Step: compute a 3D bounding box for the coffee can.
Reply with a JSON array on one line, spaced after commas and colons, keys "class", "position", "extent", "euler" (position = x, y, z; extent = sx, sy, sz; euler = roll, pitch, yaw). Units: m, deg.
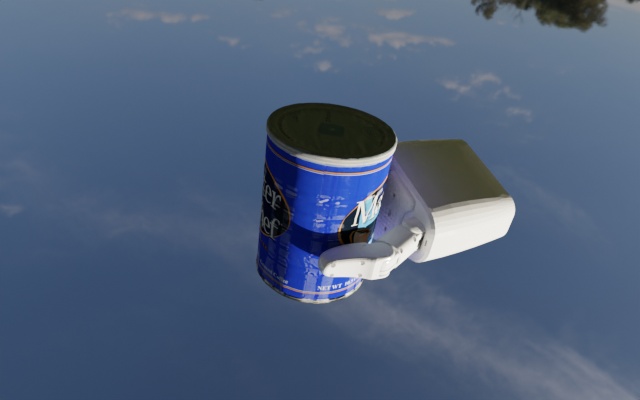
[{"class": "coffee can", "position": [0.000, 0.001, 0.409], "extent": [0.103, 0.140, 0.102], "euler": [7, 32, -4]}]
